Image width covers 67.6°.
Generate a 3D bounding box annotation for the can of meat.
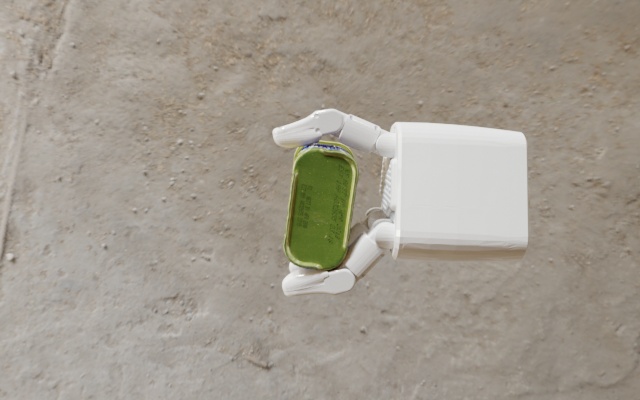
[{"bbox_3d":[0.000,0.001,0.409,0.057,0.102,0.084,7,9,-2],"label":"can of meat"}]
